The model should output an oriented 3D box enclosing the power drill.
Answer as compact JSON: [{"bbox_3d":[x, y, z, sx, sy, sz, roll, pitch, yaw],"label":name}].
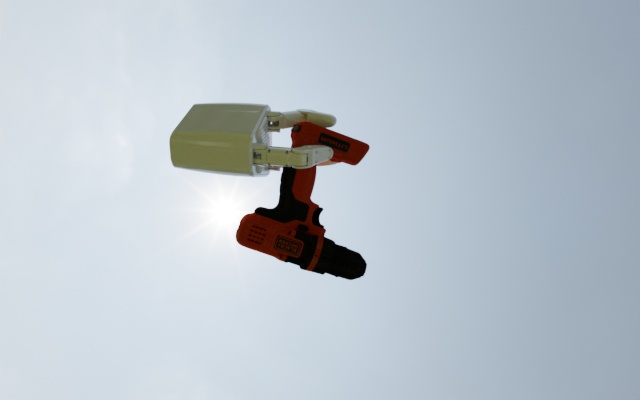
[{"bbox_3d":[0.000,0.002,0.640,0.184,0.187,0.057,20,-1,-14],"label":"power drill"}]
